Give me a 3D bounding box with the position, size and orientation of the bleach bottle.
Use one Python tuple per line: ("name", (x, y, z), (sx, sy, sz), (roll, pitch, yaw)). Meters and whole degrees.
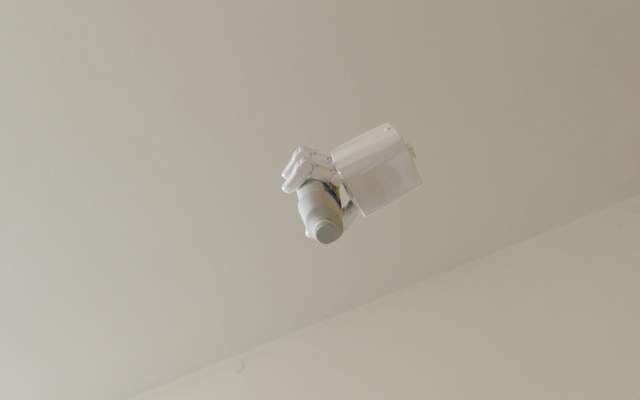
("bleach bottle", (0.000, 0.002, 0.749), (0.068, 0.103, 0.250), (-28, 23, 7))
